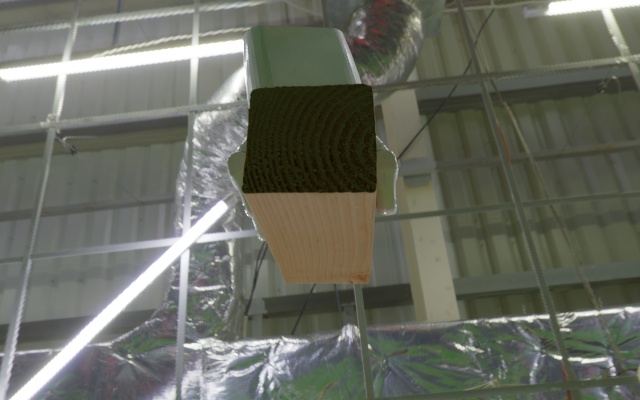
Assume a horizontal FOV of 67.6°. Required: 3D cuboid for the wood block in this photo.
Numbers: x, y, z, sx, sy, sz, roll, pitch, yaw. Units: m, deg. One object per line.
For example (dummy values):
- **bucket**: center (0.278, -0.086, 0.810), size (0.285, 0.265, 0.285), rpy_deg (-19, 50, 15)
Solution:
- **wood block**: center (0.000, 0.001, 0.418), size (0.091, 0.090, 0.206), rpy_deg (-1, -26, 4)
